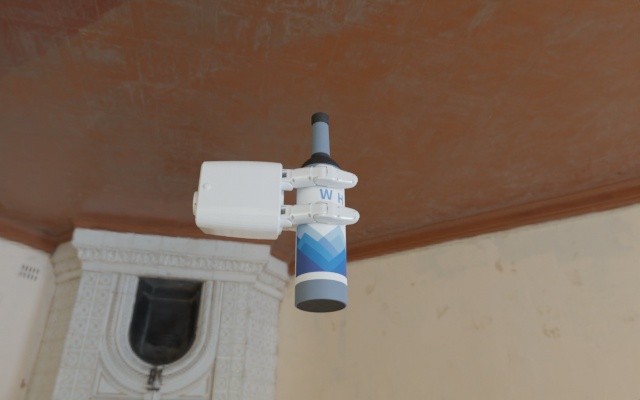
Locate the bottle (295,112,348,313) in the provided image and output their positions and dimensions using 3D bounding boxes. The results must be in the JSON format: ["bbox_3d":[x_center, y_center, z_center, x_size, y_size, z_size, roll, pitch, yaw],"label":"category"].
[{"bbox_3d":[0.000,0.002,0.665,0.069,0.295,0.069,0,-28,0],"label":"bottle"}]
